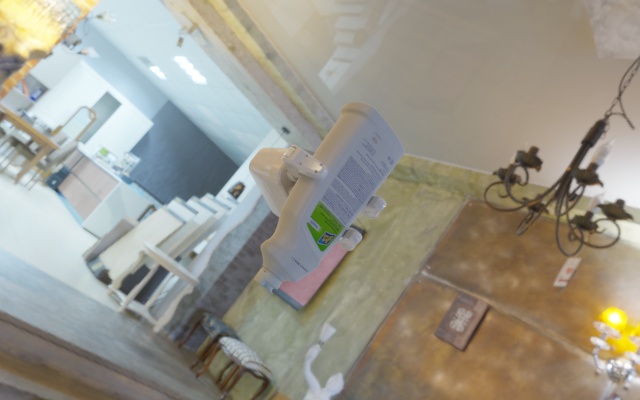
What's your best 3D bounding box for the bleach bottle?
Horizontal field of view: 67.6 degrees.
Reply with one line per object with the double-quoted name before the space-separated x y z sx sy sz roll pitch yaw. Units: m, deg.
"bleach bottle" 0.000 0.002 0.597 0.103 0.251 0.068 46 -15 -32
